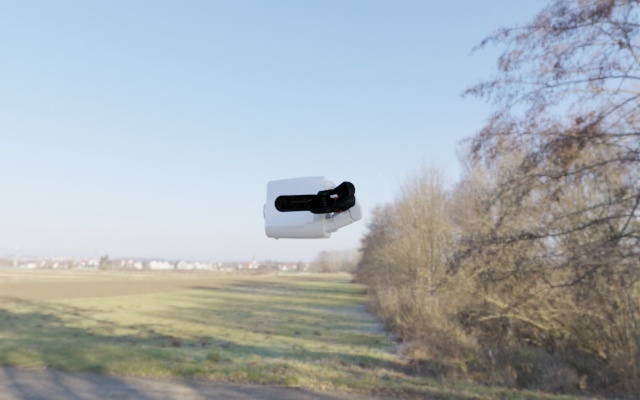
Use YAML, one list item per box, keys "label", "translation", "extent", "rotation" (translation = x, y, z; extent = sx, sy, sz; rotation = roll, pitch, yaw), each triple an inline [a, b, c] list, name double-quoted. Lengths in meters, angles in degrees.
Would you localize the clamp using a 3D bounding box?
- label: "clamp"
  translation: [0.000, 0.002, 0.745]
  extent: [0.120, 0.039, 0.171]
  rotation: [-5, -10, 8]
